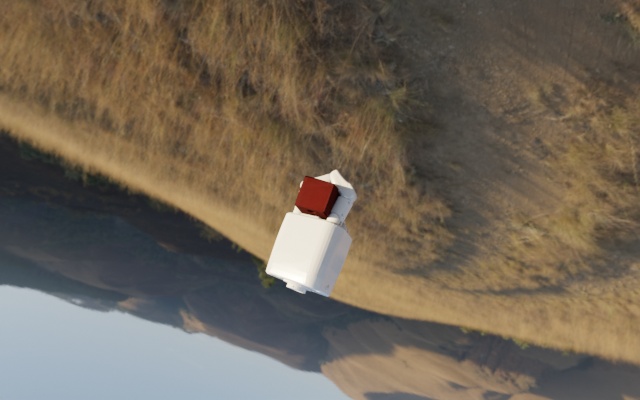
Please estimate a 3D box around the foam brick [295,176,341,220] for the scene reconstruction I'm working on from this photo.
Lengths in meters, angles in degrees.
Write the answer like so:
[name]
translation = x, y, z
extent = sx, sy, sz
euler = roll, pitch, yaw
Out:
[foam brick]
translation = 0.000, 0.002, 0.770
extent = 0.053, 0.051, 0.078
euler = 16, -14, 21
